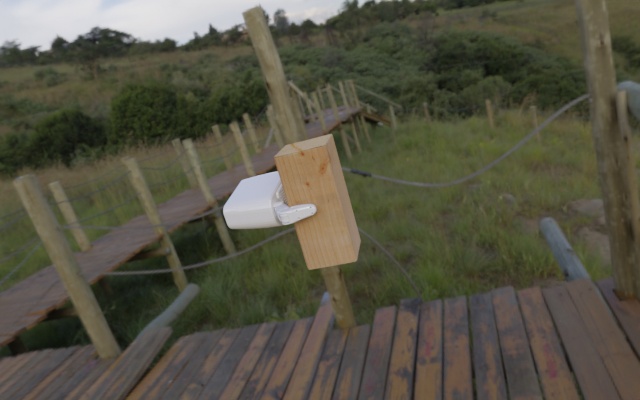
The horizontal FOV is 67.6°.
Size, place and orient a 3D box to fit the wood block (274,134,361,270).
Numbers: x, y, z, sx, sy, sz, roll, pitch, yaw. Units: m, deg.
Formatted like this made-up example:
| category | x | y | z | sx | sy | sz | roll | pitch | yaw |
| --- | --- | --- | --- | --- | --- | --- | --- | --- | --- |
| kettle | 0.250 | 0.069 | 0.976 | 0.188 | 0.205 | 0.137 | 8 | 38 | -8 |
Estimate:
| category | x | y | z | sx | sy | sz | roll | pitch | yaw |
| --- | --- | --- | --- | --- | --- | --- | --- | --- | --- |
| wood block | 0.000 | 0.003 | 0.823 | 0.090 | 0.206 | 0.090 | -12 | 17 | 14 |
